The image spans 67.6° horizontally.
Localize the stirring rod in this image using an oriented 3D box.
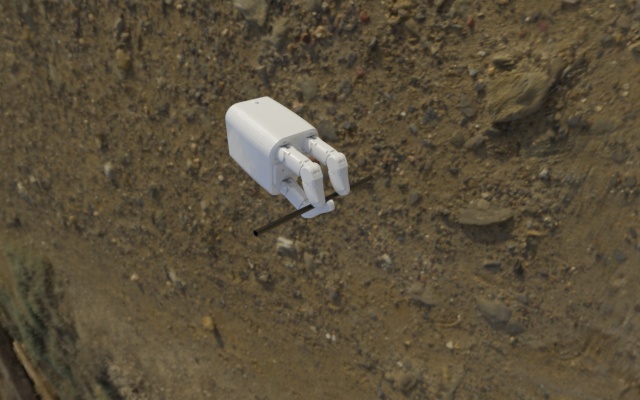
[{"bbox_3d":[0.000,0.002,0.662,0.011,0.011,0.239,0,18,44],"label":"stirring rod"}]
